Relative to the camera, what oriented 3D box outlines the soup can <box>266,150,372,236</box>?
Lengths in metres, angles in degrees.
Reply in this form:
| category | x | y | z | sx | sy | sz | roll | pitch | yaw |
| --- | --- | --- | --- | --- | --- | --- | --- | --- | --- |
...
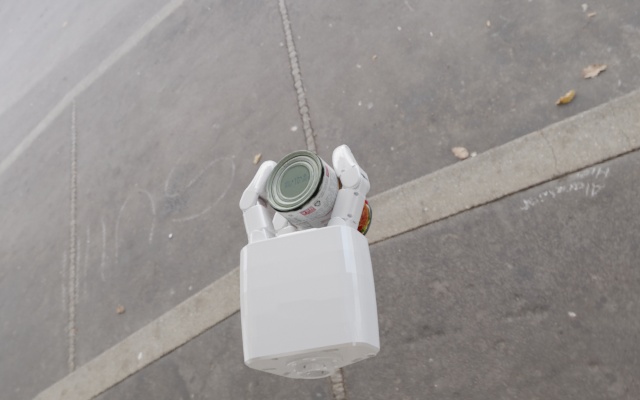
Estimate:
| category | x | y | z | sx | sy | sz | roll | pitch | yaw |
| --- | --- | --- | --- | --- | --- | --- | --- | --- | --- |
| soup can | 0.000 | 0.001 | 0.489 | 0.068 | 0.068 | 0.102 | 0 | -25 | 35 |
